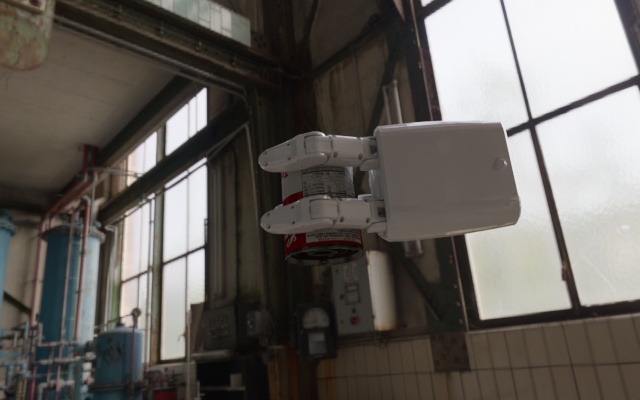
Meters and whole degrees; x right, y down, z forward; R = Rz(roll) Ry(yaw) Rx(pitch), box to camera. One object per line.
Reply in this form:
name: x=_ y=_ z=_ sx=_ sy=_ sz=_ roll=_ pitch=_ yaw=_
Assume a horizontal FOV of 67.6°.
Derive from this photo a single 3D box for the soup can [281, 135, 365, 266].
soup can: x=0.000 y=0.001 z=0.424 sx=0.068 sy=0.102 sz=0.068 roll=-4 pitch=-18 yaw=-1
